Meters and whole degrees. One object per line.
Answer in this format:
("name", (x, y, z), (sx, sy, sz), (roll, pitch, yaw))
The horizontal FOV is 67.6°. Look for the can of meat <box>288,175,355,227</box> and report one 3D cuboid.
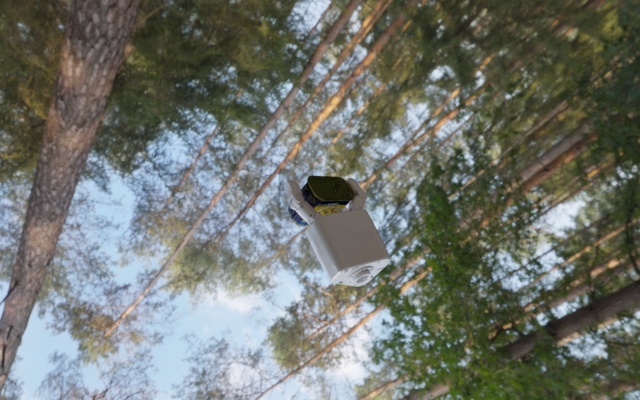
("can of meat", (0.000, 0.003, 0.889), (0.102, 0.057, 0.084), (0, -39, -42))
